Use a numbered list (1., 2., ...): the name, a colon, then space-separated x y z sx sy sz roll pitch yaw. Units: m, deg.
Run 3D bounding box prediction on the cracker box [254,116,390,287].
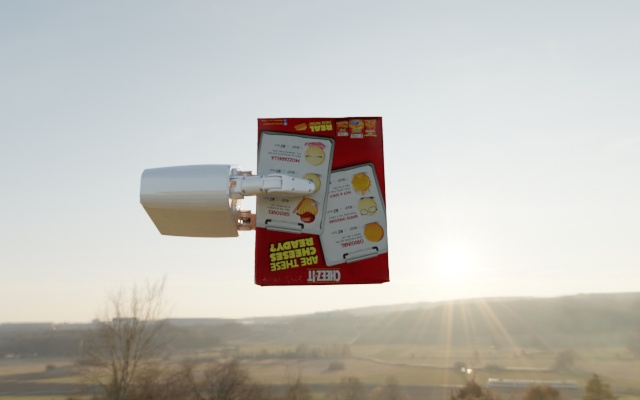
1. cracker box: 0.000 0.002 0.618 0.164 0.213 0.072 -1 -12 0
